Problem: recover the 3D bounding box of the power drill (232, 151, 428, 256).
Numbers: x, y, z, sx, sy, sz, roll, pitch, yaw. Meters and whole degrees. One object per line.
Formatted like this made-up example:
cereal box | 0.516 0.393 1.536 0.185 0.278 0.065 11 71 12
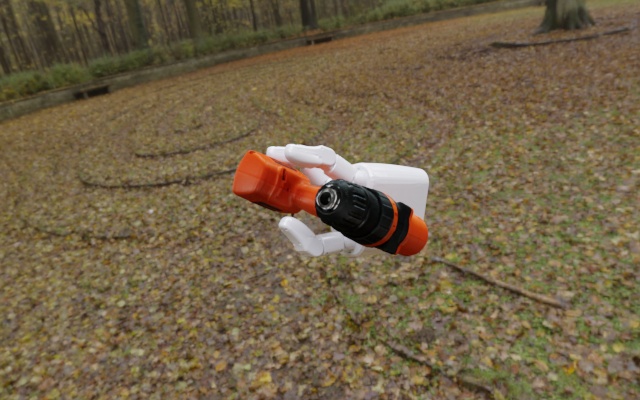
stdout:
power drill | 0.000 0.001 0.486 0.187 0.057 0.184 21 -3 35
